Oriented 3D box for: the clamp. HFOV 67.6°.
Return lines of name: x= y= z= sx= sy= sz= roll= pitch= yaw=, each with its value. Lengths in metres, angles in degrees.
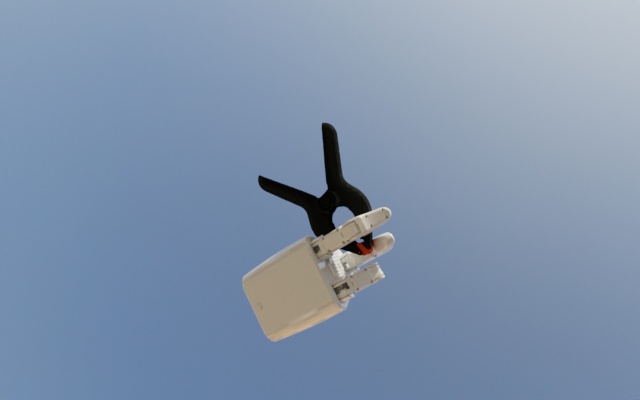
clamp: x=0.000 y=0.002 z=0.598 sx=0.120 sy=0.171 sz=0.039 roll=-31 pitch=-11 yaw=17
